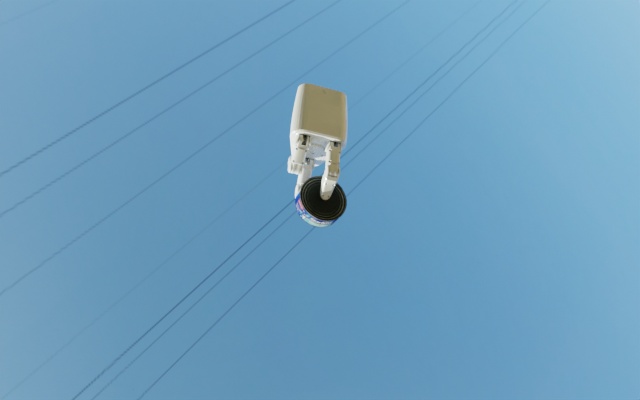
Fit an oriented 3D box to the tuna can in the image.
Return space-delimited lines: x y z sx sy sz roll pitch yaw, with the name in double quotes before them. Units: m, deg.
"tuna can" 0.000 0.003 0.827 0.086 0.086 0.034 0 -26 -23
